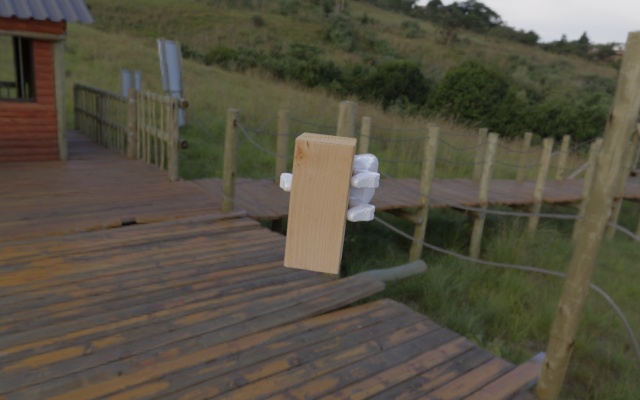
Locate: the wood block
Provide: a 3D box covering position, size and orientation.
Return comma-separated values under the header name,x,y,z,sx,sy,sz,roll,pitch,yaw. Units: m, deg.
name,x,y,z,sx,sy,sz,roll,pitch,yaw
wood block,0.000,0.002,0.772,0.091,0.206,0.090,7,15,5
